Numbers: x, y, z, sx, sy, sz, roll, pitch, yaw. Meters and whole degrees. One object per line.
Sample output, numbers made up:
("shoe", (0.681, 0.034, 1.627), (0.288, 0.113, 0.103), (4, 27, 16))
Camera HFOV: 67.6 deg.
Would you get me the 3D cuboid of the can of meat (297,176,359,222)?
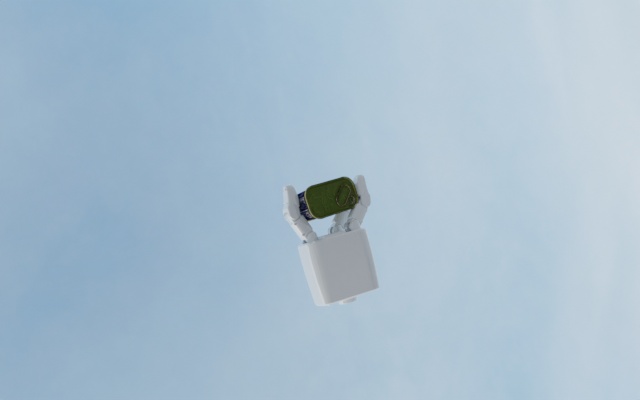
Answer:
("can of meat", (0.000, 0.003, 0.824), (0.102, 0.057, 0.084), (-17, -2, -32))
